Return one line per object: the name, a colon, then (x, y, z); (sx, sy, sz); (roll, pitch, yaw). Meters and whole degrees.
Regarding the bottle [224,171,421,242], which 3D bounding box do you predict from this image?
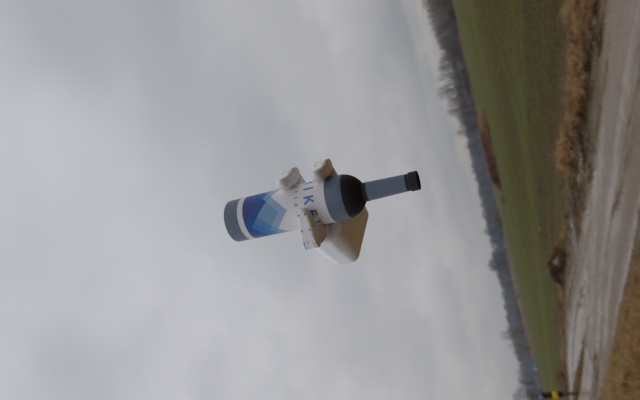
bottle: (0.000, 0.002, 0.706); (0.296, 0.069, 0.069); (-13, -4, 19)
